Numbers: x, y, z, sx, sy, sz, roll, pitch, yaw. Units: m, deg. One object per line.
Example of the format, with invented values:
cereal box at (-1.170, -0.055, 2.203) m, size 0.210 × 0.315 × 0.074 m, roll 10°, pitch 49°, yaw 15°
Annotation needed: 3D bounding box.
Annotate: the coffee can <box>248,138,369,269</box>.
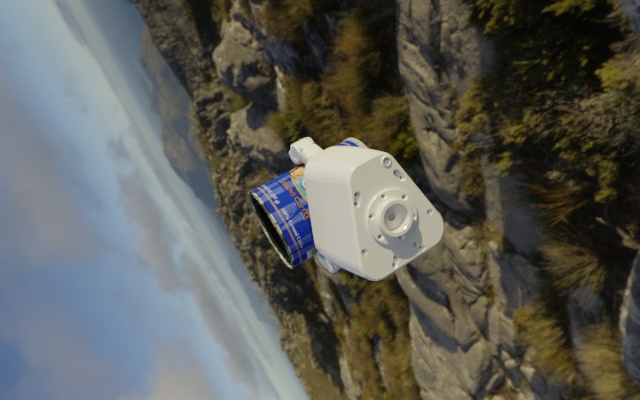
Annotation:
coffee can at (0.000, 0.002, 0.569) m, size 0.140 × 0.103 × 0.103 m, roll -30°, pitch 8°, yaw -15°
